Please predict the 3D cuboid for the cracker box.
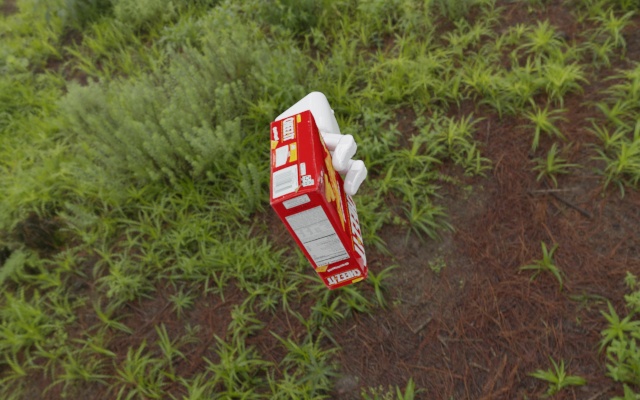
[{"bbox_3d":[0.000,0.002,0.698,0.072,0.164,0.214,-18,-45,12],"label":"cracker box"}]
